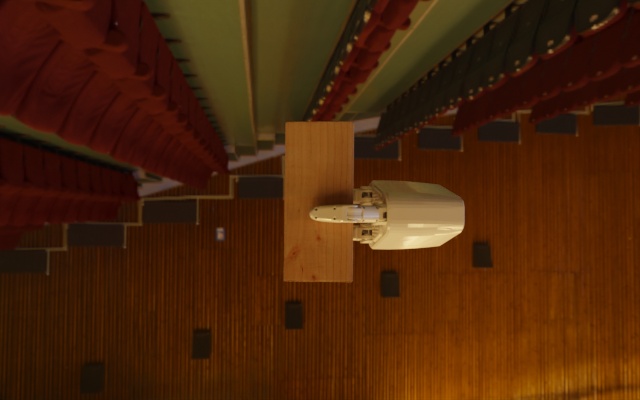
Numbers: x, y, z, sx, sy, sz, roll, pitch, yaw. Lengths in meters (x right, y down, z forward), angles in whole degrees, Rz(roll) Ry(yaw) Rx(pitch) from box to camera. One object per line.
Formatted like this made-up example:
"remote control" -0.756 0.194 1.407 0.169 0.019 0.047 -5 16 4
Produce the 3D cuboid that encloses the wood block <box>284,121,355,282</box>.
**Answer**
"wood block" 0.000 0.002 0.652 0.090 0.206 0.091 0 -2 3
